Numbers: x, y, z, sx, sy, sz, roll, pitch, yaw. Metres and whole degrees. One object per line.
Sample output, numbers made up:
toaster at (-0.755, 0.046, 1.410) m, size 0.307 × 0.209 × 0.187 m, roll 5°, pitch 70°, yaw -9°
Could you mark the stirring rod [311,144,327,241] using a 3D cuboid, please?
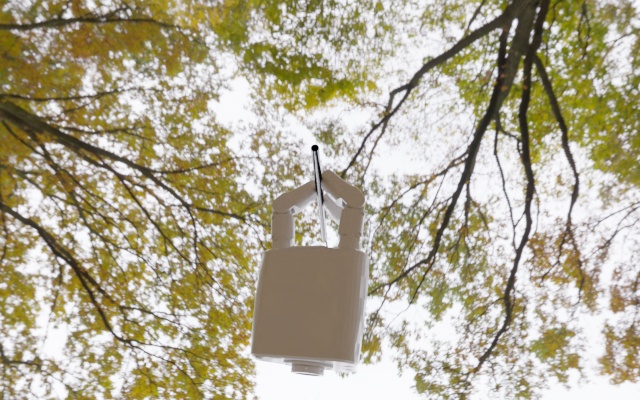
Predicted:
stirring rod at (0.000, 0.002, 0.554) m, size 0.011 × 0.011 × 0.240 m, roll 0°, pitch -25°, yaw 3°
